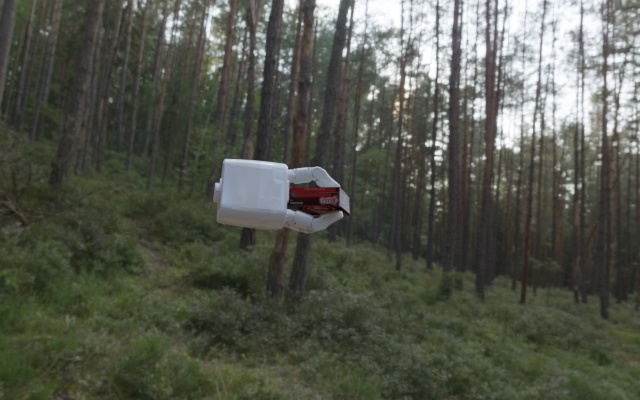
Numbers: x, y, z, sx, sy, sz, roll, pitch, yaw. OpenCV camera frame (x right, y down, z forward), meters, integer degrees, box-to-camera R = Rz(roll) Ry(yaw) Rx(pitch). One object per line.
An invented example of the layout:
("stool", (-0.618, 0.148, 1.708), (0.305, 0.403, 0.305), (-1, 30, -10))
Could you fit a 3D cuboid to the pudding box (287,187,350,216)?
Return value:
("pudding box", (0.000, 0.003, 0.832), (0.090, 0.039, 0.113), (1, -7, 13))
